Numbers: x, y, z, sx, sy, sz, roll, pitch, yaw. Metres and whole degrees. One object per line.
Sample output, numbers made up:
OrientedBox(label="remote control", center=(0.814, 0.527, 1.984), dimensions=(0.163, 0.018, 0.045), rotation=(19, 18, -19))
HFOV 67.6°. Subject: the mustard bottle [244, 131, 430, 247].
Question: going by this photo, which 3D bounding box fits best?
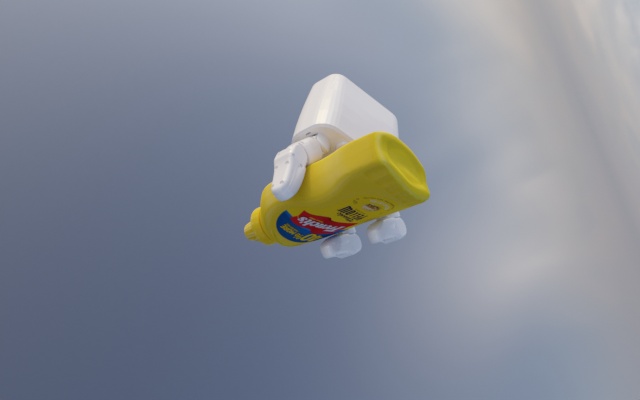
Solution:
OrientedBox(label="mustard bottle", center=(0.000, 0.002, 0.463), dimensions=(0.192, 0.058, 0.096), rotation=(-23, -30, 30))
